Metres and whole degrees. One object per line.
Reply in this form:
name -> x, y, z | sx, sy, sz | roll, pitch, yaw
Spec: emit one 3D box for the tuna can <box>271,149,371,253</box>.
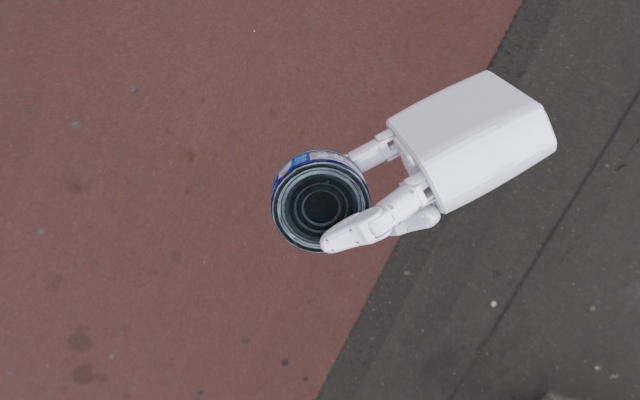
tuna can -> 0.000, 0.002, 0.411 | 0.086, 0.086, 0.033 | 0, 22, -3
